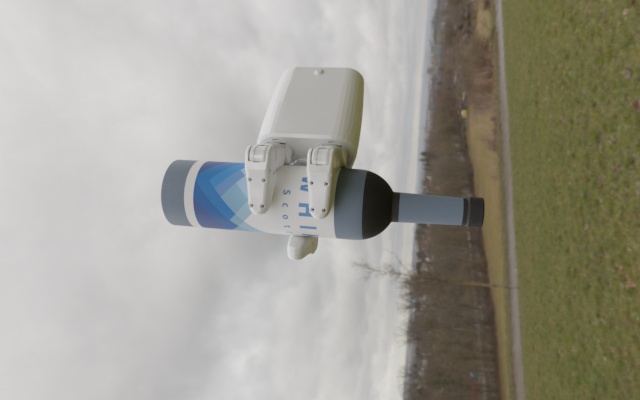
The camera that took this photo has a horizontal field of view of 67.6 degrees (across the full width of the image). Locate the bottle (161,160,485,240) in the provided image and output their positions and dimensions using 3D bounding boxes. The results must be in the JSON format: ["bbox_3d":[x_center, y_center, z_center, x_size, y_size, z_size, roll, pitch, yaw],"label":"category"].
[{"bbox_3d":[0.000,0.002,0.453,0.296,0.069,0.069,4,1,11],"label":"bottle"}]
